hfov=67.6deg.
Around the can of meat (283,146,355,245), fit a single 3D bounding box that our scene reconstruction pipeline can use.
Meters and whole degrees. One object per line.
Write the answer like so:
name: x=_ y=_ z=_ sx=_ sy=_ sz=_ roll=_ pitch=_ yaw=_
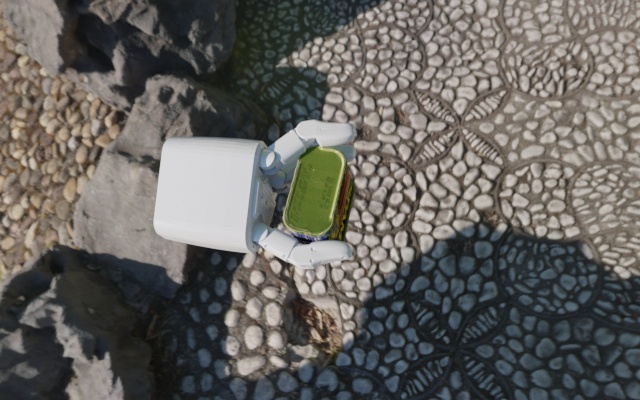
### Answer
can of meat: x=0.000 y=0.002 z=0.516 sx=0.057 sy=0.102 sz=0.084 roll=9 pitch=-18 yaw=12
